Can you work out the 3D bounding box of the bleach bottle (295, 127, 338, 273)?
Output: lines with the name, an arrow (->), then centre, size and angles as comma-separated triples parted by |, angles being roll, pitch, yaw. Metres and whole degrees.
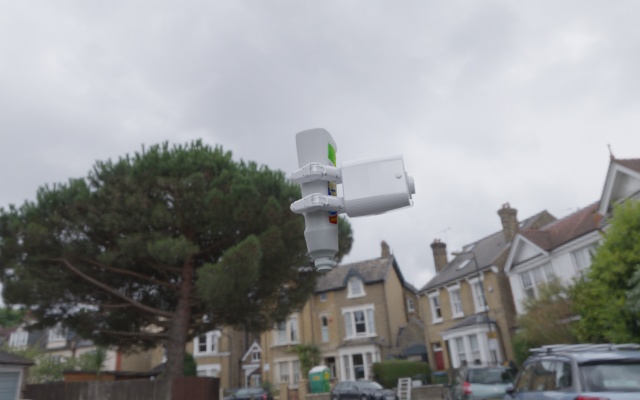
bleach bottle -> 0.000, 0.003, 0.845 | 0.068, 0.250, 0.103 | -9, -21, 13
